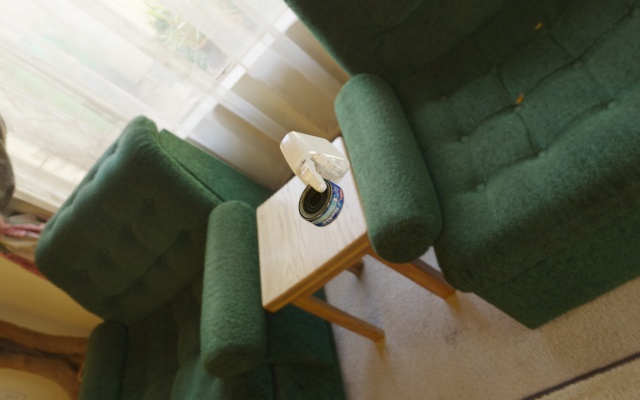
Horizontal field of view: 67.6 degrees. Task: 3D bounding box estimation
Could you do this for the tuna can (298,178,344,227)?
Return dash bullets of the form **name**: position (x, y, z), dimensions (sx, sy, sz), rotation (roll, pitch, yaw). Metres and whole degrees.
- **tuna can**: position (0.000, 0.003, 0.863), dimensions (0.086, 0.086, 0.034), rotation (0, -23, 46)
